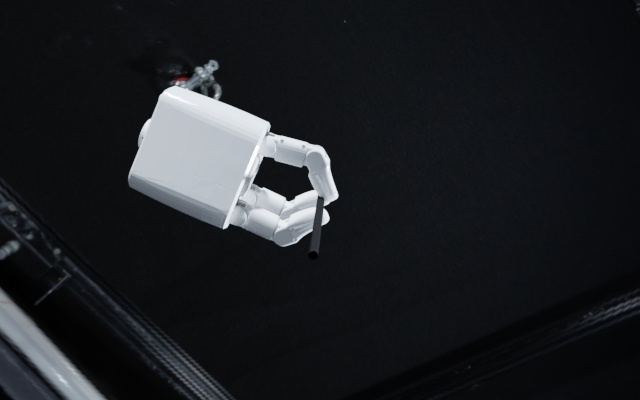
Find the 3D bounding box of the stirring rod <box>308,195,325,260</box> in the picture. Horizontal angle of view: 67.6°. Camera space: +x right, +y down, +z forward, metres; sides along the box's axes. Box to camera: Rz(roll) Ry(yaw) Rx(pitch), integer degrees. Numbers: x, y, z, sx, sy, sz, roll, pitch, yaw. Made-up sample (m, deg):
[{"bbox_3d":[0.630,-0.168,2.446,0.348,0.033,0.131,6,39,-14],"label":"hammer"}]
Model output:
[{"bbox_3d":[0.000,0.002,0.491,0.011,0.011,0.239,0,20,3],"label":"stirring rod"}]
